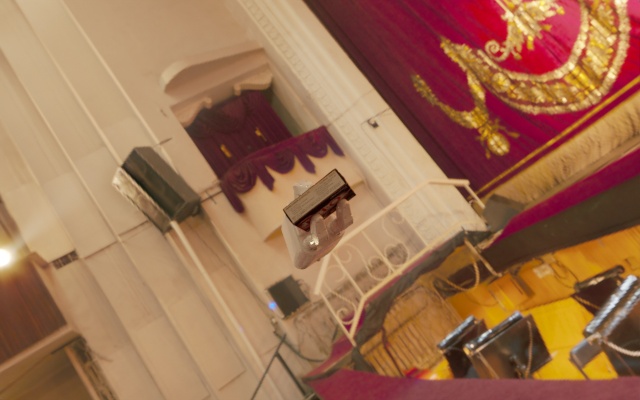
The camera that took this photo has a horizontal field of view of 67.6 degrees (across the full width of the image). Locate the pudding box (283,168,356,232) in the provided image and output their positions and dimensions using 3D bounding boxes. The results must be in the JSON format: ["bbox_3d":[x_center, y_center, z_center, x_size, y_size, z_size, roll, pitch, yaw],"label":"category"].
[{"bbox_3d":[0.000,0.003,0.803,0.113,0.039,0.090,-40,-16,3],"label":"pudding box"}]
